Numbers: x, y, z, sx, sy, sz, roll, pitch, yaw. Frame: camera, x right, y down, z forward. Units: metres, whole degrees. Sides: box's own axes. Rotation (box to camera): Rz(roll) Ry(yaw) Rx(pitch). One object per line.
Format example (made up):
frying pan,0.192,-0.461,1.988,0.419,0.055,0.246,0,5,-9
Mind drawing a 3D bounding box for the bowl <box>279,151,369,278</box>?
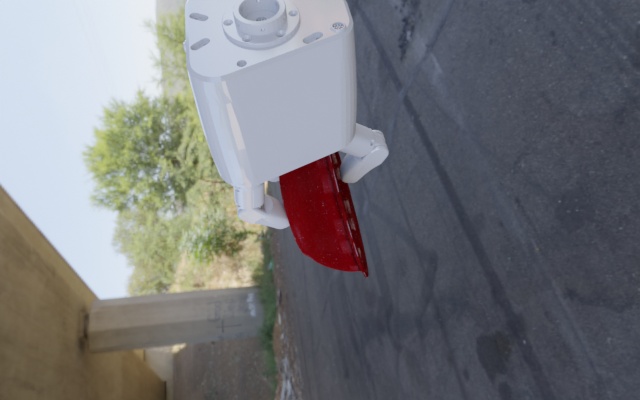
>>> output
bowl,0.000,0.003,0.462,0.055,0.162,0.162,-16,-2,7
